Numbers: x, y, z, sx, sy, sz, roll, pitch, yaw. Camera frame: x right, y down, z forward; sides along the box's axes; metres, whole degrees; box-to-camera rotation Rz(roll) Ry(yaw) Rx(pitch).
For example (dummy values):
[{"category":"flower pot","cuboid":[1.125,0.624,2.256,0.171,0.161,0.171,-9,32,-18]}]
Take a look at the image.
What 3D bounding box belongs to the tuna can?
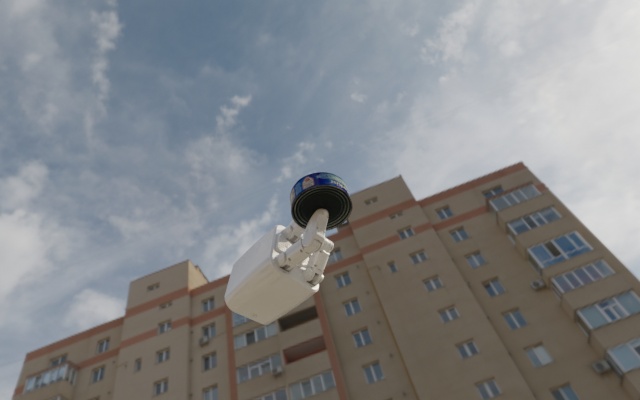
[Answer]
[{"category":"tuna can","cuboid":[0.000,0.002,0.671,0.086,0.086,0.033,0,41,-10]}]
